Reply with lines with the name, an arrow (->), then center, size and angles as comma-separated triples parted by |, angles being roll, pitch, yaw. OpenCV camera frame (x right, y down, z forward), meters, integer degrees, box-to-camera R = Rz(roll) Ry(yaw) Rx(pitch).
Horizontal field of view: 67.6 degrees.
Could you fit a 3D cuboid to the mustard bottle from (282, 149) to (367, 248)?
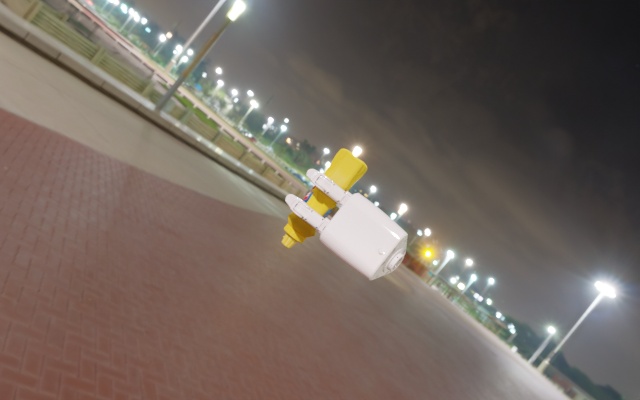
mustard bottle -> 0.000, 0.002, 0.814 | 0.058, 0.191, 0.096 | 38, 1, -3
